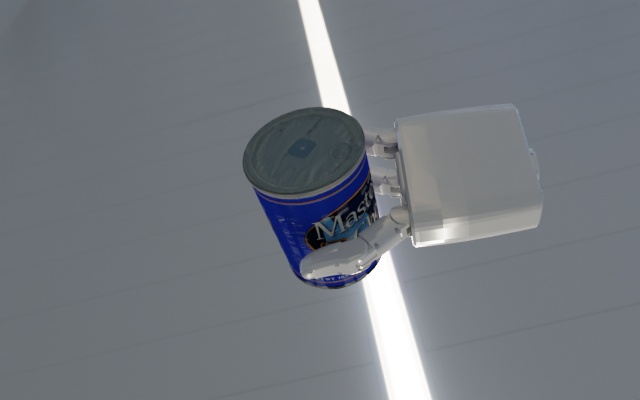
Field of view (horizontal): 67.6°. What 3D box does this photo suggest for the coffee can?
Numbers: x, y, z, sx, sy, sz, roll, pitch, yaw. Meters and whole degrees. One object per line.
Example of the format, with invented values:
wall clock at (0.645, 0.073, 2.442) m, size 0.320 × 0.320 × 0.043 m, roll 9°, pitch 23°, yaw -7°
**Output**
coffee can at (0.000, 0.001, 0.439) m, size 0.103 × 0.102 × 0.140 m, roll 0°, pitch -40°, yaw 16°
